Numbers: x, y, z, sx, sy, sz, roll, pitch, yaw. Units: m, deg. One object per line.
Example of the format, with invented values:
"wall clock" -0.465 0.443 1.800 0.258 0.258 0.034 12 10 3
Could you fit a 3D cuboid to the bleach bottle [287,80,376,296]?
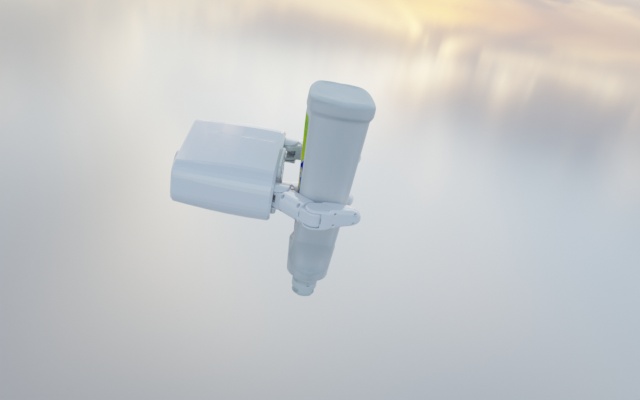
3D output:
"bleach bottle" 0.000 0.002 0.532 0.068 0.251 0.102 9 24 -4
